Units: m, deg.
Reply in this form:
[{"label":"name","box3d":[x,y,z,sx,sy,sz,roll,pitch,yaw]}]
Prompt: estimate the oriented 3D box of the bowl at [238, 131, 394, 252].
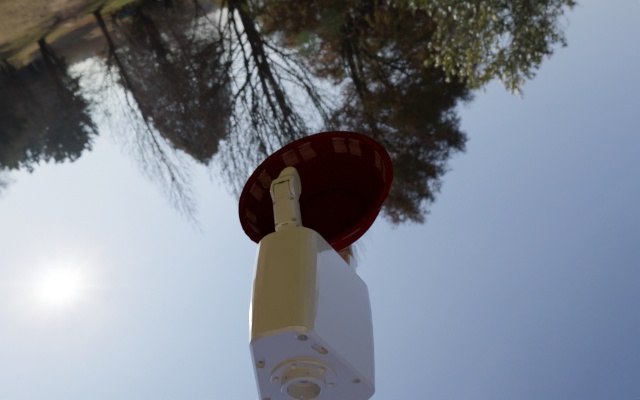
[{"label":"bowl","box3d":[0.000,0.001,0.491,0.162,0.162,0.055,0,-40,24]}]
